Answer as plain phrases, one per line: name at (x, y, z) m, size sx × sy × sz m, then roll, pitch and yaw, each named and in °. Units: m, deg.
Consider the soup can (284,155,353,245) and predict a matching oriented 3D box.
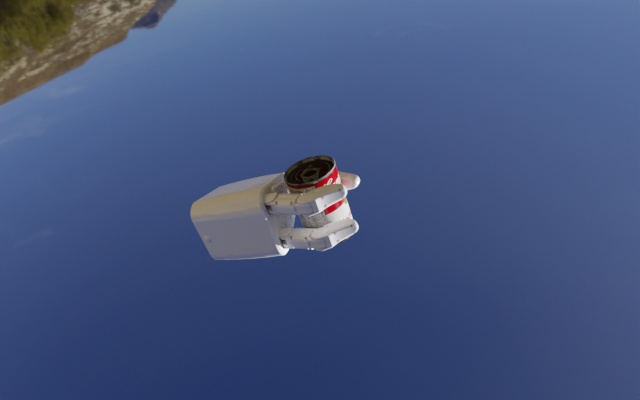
soup can at (0.001, 0.002, 0.624) m, size 0.068 × 0.102 × 0.068 m, roll -14°, pitch 31°, yaw 9°
